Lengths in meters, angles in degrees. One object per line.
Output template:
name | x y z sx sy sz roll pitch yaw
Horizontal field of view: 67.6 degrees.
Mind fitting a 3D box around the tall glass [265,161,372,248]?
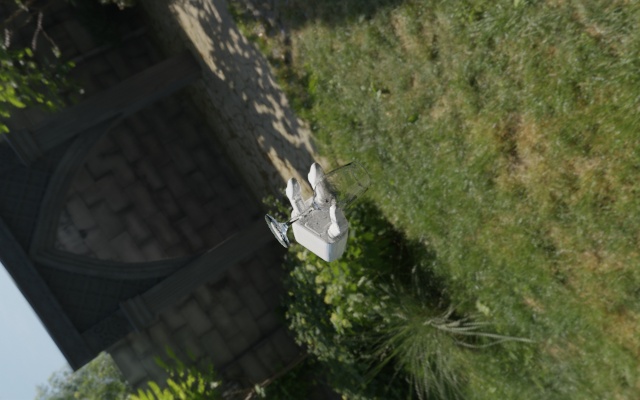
tall glass | 0.000 0.003 0.891 0.201 0.079 0.079 -34 11 -18
